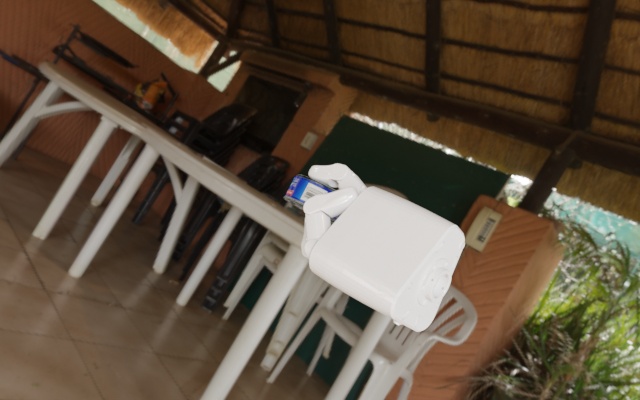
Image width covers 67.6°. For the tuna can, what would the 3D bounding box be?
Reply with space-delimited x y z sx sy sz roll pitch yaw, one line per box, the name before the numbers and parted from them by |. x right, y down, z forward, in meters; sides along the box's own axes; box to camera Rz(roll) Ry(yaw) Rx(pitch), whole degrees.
tuna can | 0.000 0.001 0.584 0.086 0.034 0.086 27 -6 3
